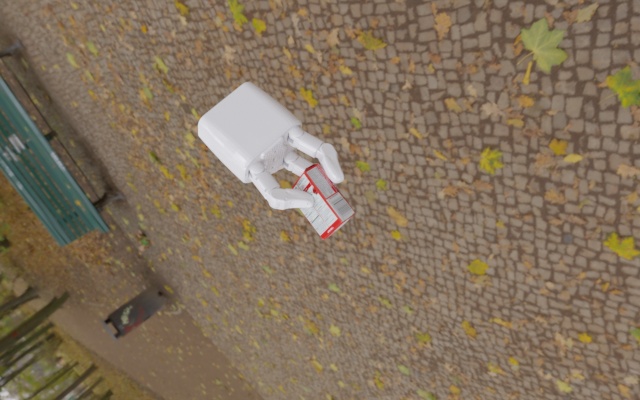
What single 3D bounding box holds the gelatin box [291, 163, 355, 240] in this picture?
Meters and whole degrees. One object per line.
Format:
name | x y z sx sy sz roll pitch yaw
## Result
gelatin box | 0.000 0.003 0.667 0.030 0.089 0.073 -32 -9 -31
